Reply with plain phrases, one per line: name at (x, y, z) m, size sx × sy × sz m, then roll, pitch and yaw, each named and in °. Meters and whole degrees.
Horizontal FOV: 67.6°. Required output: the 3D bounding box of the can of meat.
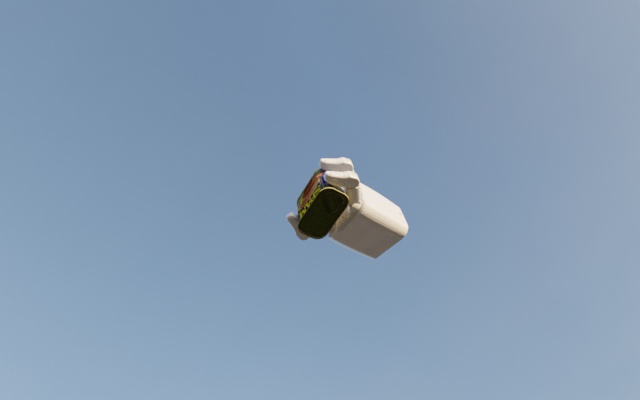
can of meat at (0.000, 0.003, 0.845) m, size 0.057 × 0.102 × 0.084 m, roll 26°, pitch 24°, yaw -20°
